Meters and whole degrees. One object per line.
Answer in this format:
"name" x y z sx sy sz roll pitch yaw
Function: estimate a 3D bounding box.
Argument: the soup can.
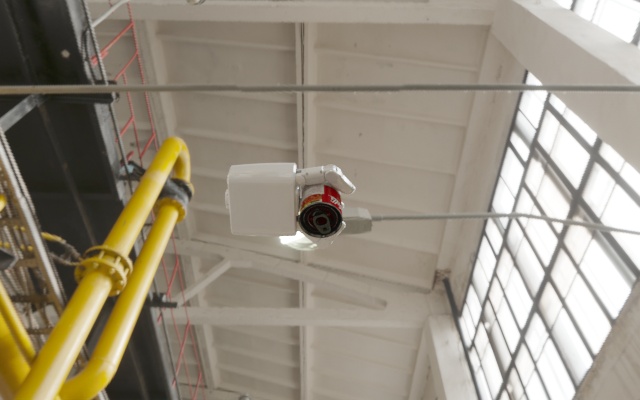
"soup can" 0.001 0.002 0.768 0.068 0.069 0.102 0 35 0
